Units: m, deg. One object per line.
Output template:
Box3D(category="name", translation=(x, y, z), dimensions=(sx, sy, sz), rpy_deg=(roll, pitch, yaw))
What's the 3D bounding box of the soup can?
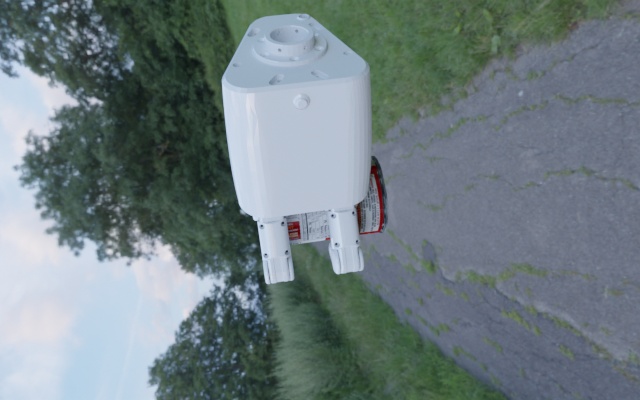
Box3D(category="soup can", translation=(0.000, 0.002, 0.411), dimensions=(0.102, 0.068, 0.068), rpy_deg=(-8, 1, -6))
